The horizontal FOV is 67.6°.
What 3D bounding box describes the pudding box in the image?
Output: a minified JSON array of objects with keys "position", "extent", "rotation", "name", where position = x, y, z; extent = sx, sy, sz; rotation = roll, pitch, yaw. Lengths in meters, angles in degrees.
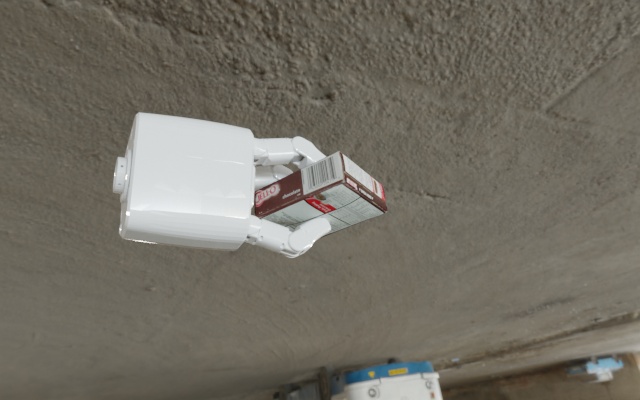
[{"position":[0.000,0.002,0.505],"extent":[0.113,0.039,0.090],"rotation":[-22,-32,28],"name":"pudding box"}]
